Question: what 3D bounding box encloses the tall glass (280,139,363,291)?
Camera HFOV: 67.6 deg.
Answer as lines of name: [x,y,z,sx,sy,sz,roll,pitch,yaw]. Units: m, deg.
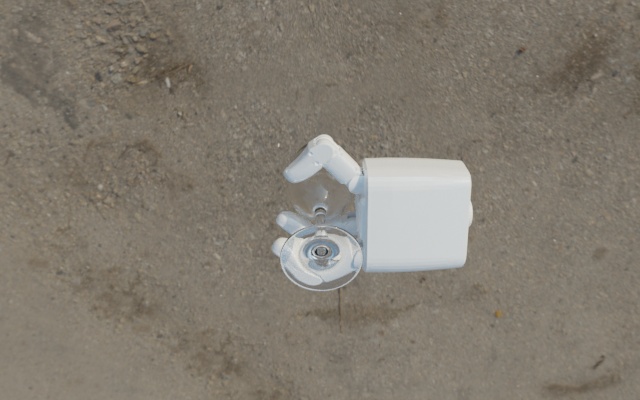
tall glass: [0.000,0.002,0.509,0.079,0.079,0.201,0,31,-1]
